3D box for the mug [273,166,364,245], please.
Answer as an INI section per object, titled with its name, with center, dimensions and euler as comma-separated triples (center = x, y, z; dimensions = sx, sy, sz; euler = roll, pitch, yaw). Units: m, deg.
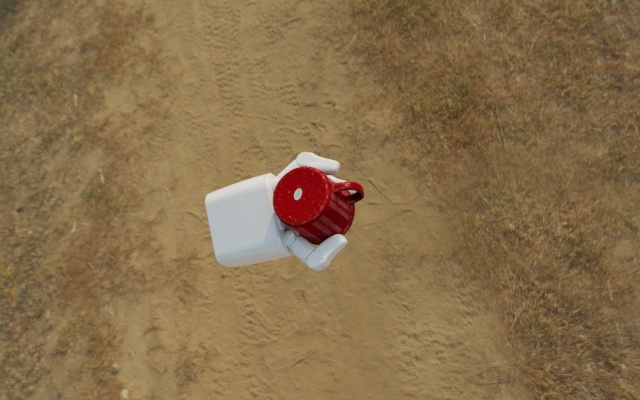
[mug]
center = 0.001, 0.002, 0.626
dimensions = 0.117, 0.093, 0.081
euler = -16, -23, 18
